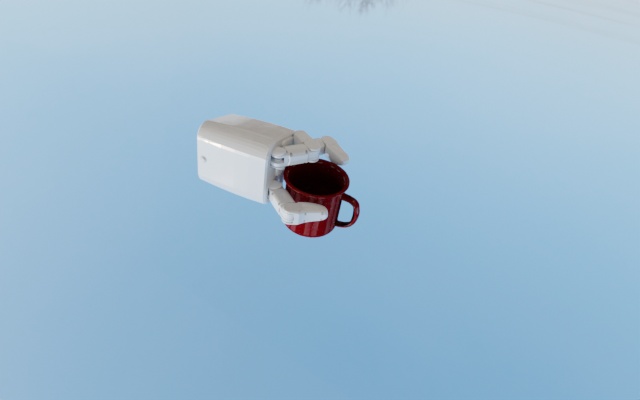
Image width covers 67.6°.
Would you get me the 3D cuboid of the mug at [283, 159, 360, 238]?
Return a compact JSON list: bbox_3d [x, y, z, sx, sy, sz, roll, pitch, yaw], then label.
[{"bbox_3d":[0.001,0.003,0.679,0.117,0.082,0.093,20,39,12],"label":"mug"}]
